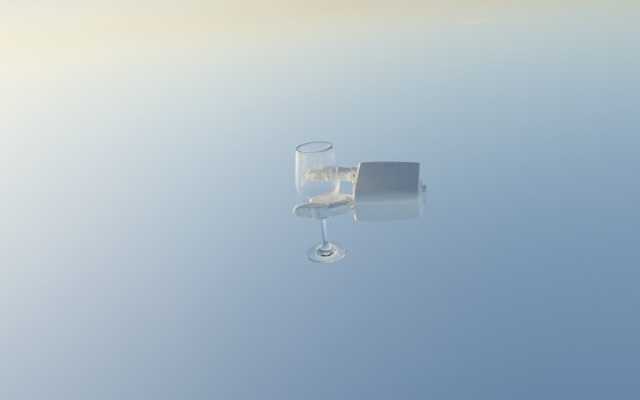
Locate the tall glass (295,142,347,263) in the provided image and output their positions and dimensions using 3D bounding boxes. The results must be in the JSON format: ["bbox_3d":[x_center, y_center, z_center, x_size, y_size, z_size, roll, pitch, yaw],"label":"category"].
[{"bbox_3d":[0.000,0.003,0.827,0.079,0.201,0.079,-6,22,3],"label":"tall glass"}]
